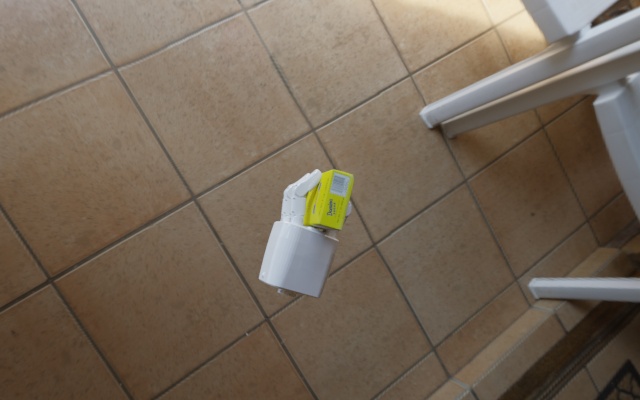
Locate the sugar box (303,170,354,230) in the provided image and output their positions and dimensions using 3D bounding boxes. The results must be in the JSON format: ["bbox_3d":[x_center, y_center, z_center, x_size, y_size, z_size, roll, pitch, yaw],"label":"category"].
[{"bbox_3d":[0.000,0.003,0.833,0.048,0.093,0.176,17,-8,-18],"label":"sugar box"}]
